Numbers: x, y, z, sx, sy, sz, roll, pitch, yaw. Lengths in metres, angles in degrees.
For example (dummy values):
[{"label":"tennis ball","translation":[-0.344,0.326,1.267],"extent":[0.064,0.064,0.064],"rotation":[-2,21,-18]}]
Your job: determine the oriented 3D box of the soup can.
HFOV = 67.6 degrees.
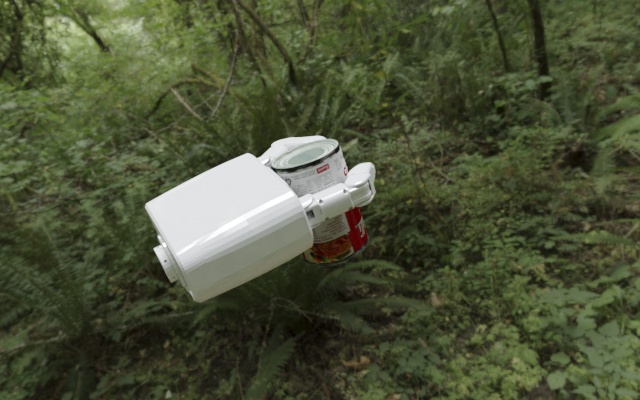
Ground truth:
[{"label":"soup can","translation":[0.000,0.001,0.452],"extent":[0.068,0.102,0.068],"rotation":[-16,22,7]}]
